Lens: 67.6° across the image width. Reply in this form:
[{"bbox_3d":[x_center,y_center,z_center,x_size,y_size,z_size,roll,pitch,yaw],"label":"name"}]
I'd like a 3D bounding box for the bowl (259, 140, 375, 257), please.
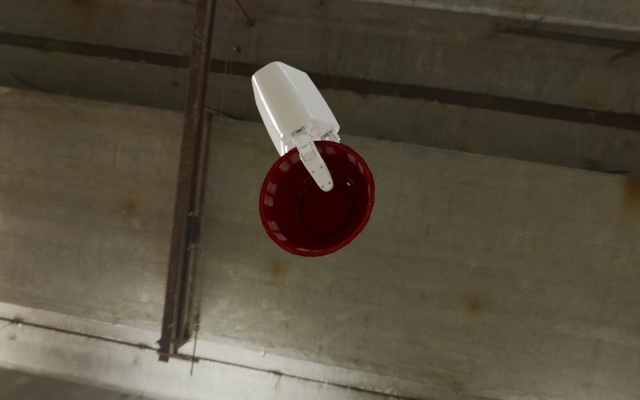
[{"bbox_3d":[0.000,0.003,0.651,0.162,0.162,0.055,0,-17,18],"label":"bowl"}]
